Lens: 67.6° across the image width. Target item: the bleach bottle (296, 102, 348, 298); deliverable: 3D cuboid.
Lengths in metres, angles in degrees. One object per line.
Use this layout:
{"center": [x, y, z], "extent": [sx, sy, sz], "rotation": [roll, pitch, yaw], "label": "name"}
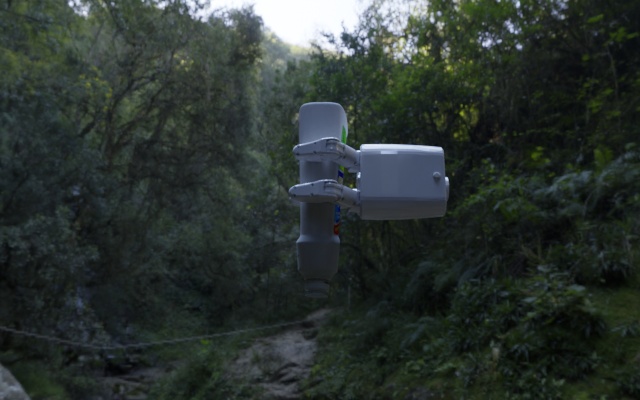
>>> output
{"center": [0.000, 0.002, 0.635], "extent": [0.068, 0.250, 0.103], "rotation": [0, -18, 6], "label": "bleach bottle"}
